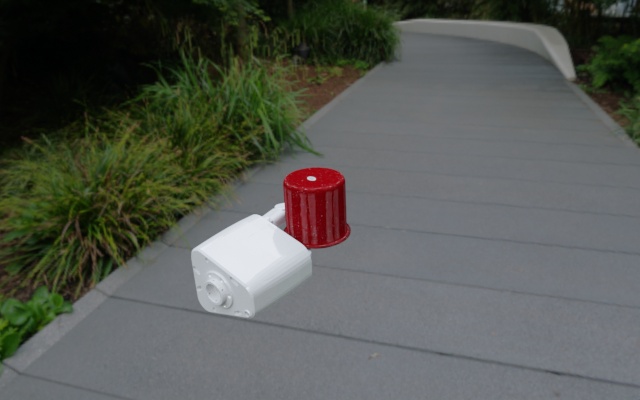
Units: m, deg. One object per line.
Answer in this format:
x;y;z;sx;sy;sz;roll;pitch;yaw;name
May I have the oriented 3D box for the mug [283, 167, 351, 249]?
0.001;0.001;0.646;0.093;0.081;0.117;14;29;32;mug
